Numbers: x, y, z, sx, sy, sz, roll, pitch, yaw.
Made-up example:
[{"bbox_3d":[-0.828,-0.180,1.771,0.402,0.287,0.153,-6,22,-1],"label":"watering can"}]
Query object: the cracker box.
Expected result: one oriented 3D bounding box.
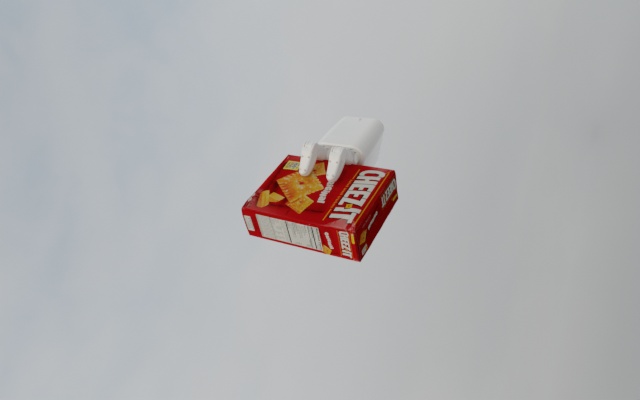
[{"bbox_3d":[0.000,0.003,0.801,0.213,0.072,0.164,10,43,28],"label":"cracker box"}]
